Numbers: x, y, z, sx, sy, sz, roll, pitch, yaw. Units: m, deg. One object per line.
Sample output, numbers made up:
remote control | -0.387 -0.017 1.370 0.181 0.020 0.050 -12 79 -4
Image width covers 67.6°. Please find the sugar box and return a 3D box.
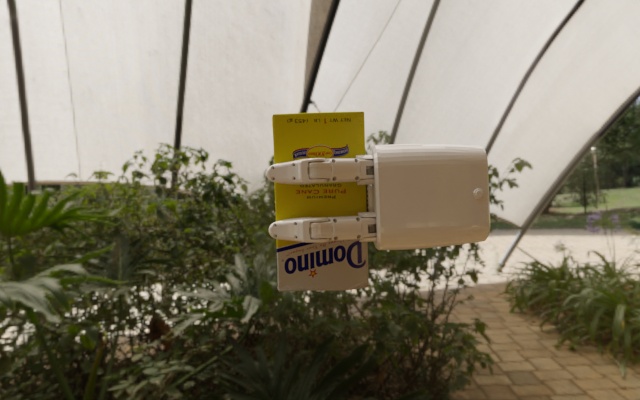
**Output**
sugar box | 0.000 0.001 0.484 0.093 0.176 0.048 -3 0 -1
